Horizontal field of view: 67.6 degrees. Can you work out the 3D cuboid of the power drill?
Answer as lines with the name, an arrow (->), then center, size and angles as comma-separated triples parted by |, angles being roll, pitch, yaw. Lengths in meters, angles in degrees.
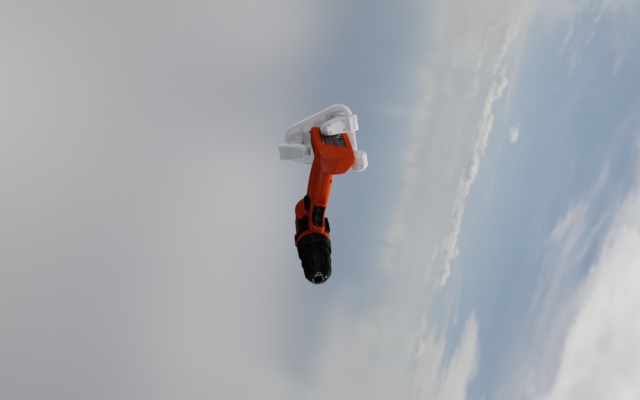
power drill -> 0.000, 0.002, 0.694 | 0.057, 0.188, 0.184 | 6, 32, -13
